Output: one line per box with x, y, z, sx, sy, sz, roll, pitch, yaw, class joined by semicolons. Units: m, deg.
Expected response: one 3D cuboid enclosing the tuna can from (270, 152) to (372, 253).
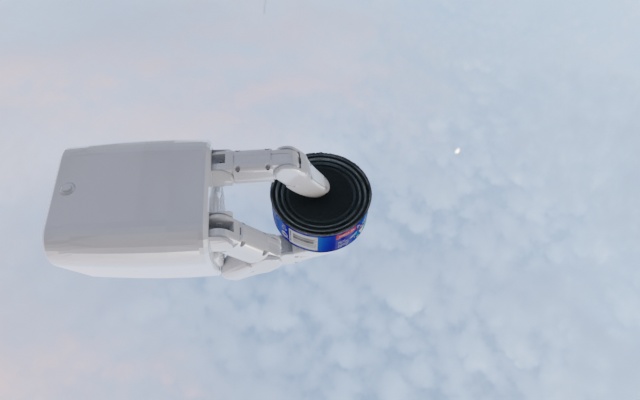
0.000;0.002;0.414;0.086;0.086;0.034;0;-34;-2;tuna can
